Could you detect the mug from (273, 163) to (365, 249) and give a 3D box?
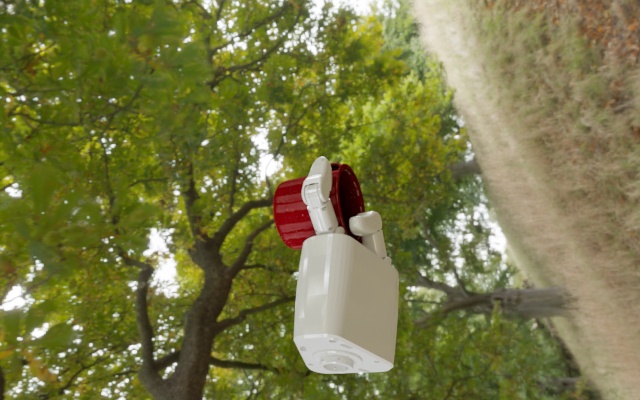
[{"bbox_3d":[0.000,0.001,0.552,0.081,0.117,0.093,-10,-41,21],"label":"mug"}]
